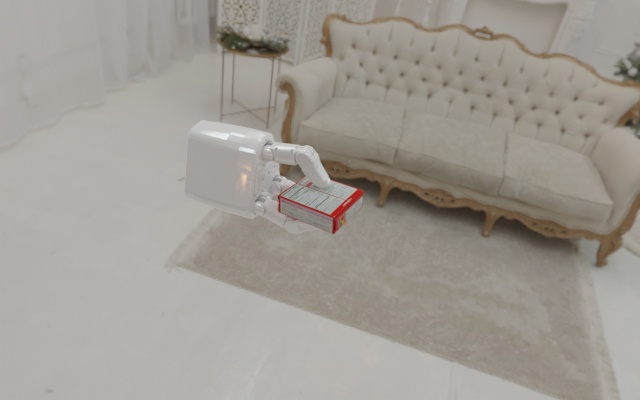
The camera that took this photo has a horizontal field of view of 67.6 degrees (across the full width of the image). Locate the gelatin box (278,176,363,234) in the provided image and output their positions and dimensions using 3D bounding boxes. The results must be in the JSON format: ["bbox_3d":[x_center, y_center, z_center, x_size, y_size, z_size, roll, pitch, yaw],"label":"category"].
[{"bbox_3d":[0.000,0.002,0.623,0.089,0.030,0.073,19,38,27],"label":"gelatin box"}]
